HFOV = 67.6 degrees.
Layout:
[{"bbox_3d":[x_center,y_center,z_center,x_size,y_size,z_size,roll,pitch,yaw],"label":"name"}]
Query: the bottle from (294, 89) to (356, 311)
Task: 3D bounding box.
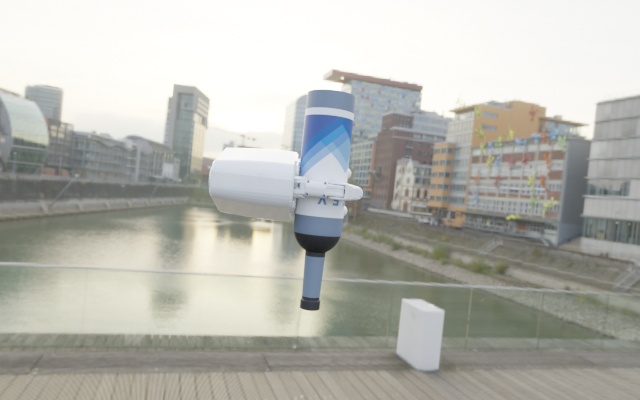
[{"bbox_3d":[0.000,0.002,0.653,0.069,0.295,0.069,6,1,0],"label":"bottle"}]
